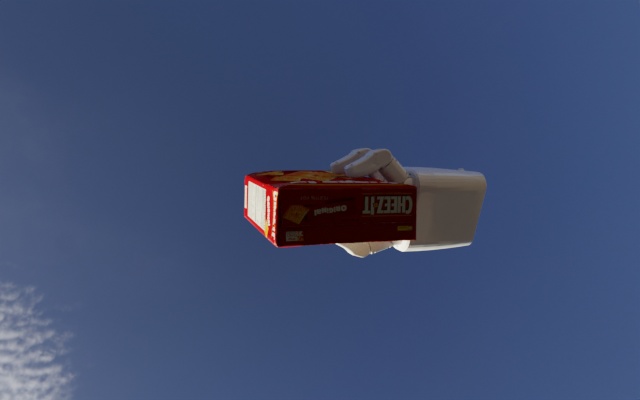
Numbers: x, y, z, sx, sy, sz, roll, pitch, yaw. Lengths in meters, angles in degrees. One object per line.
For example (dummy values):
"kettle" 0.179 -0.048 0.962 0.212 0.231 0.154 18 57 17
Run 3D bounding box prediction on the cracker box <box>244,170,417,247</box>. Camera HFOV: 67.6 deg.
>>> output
"cracker box" 0.000 0.002 0.609 0.164 0.072 0.213 -2 7 -18
